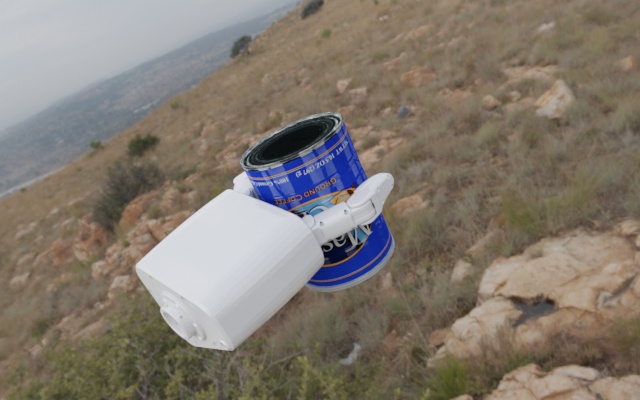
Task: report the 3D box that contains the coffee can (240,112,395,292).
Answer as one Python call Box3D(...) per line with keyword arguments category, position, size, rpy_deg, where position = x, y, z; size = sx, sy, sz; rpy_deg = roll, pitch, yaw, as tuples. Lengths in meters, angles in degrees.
Box3D(category="coffee can", position=(0.000, 0.002, 0.460), size=(0.103, 0.140, 0.102), rpy_deg=(-21, 24, 10))
